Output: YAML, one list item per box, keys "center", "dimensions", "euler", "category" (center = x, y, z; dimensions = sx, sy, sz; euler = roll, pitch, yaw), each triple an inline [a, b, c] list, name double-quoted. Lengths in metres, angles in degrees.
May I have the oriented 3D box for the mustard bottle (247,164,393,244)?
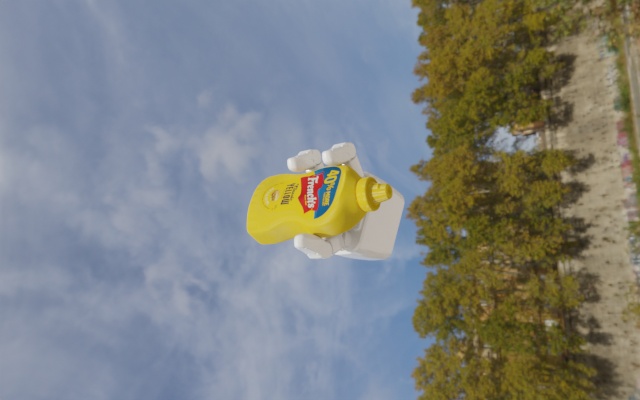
- center: [0.000, 0.002, 0.598]
  dimensions: [0.191, 0.096, 0.058]
  euler: [-8, -41, 33]
  category: "mustard bottle"
